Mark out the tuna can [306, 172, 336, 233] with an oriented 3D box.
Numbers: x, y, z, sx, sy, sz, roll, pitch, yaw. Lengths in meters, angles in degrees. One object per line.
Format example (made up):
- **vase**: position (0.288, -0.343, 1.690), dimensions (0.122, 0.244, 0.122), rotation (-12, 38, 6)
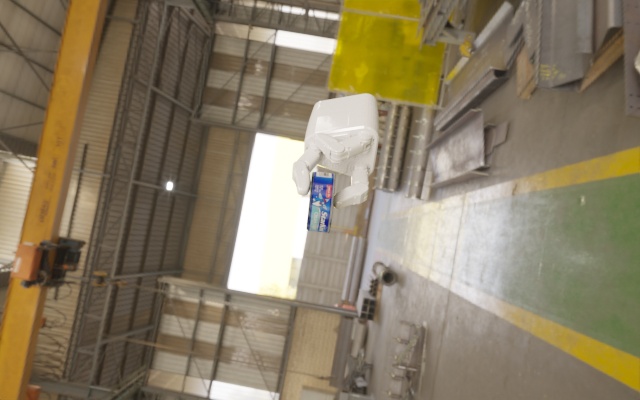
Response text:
- **tuna can**: position (0.000, 0.002, 0.678), dimensions (0.034, 0.086, 0.086), rotation (6, 0, -2)
